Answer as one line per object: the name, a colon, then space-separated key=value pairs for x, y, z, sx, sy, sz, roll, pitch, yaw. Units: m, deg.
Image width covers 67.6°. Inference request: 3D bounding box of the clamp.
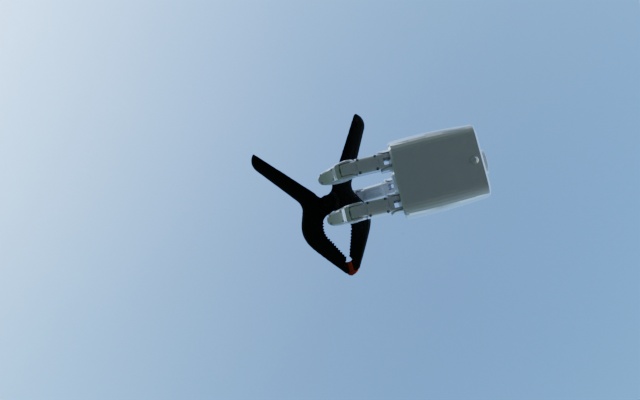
clamp: x=0.001 y=0.003 z=0.649 sx=0.164 sy=0.210 sz=0.036 roll=-14 pitch=-6 yaw=9
